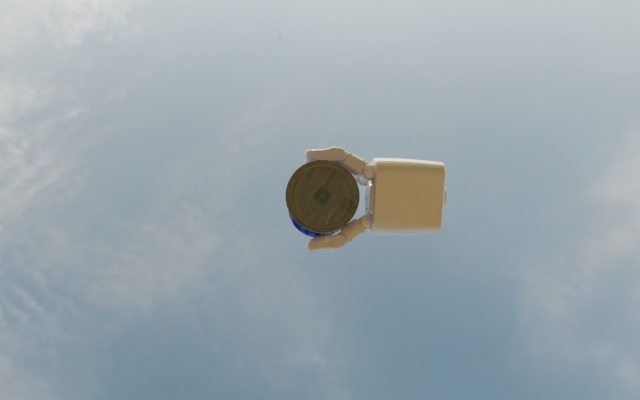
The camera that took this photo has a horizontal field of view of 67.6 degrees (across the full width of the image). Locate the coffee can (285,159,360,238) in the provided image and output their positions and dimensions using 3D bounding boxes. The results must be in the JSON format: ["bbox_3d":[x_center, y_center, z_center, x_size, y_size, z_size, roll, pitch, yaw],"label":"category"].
[{"bbox_3d":[0.000,0.002,0.725,0.103,0.103,0.140,0,-7,-2],"label":"coffee can"}]
